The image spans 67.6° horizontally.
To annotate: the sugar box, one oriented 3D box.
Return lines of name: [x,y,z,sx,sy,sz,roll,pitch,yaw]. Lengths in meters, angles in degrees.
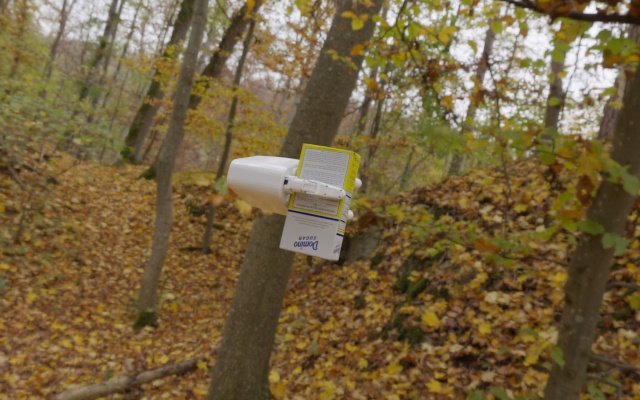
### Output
sugar box: [0.000,0.002,0.773,0.093,0.176,0.048,11,-3,22]
